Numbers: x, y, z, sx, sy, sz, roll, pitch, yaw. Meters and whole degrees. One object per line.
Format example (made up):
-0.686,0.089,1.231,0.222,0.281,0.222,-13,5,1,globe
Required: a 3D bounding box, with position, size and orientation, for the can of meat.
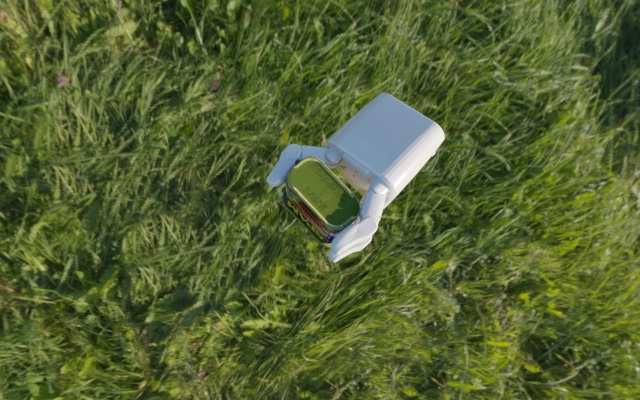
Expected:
0.000,0.002,0.600,0.057,0.102,0.084,-42,-8,-16,can of meat
